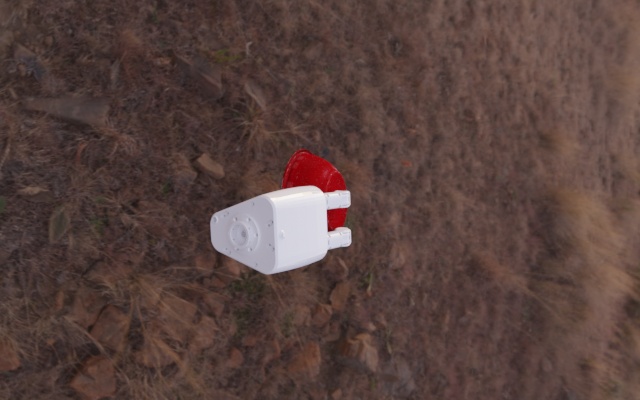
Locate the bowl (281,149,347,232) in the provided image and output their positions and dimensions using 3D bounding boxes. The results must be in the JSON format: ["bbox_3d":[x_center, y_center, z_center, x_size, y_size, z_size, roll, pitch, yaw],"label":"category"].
[{"bbox_3d":[0.001,0.002,0.722,0.055,0.162,0.162,0,0,23],"label":"bowl"}]
